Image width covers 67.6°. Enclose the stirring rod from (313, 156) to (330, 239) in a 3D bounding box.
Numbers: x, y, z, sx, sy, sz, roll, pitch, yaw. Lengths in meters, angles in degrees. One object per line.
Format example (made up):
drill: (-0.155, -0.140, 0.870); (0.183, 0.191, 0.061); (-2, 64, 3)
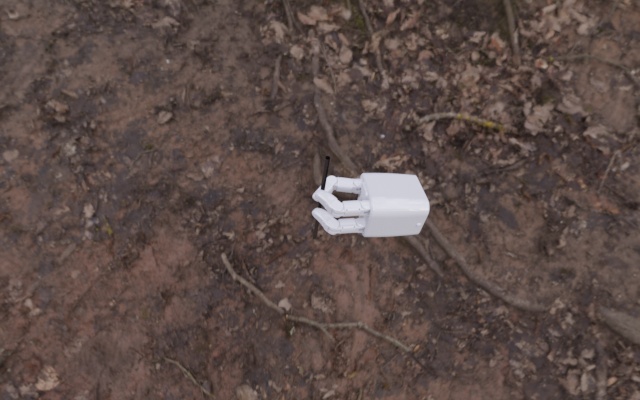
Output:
stirring rod: (0.000, 0.003, 0.868); (0.011, 0.011, 0.240); (0, -37, -7)
